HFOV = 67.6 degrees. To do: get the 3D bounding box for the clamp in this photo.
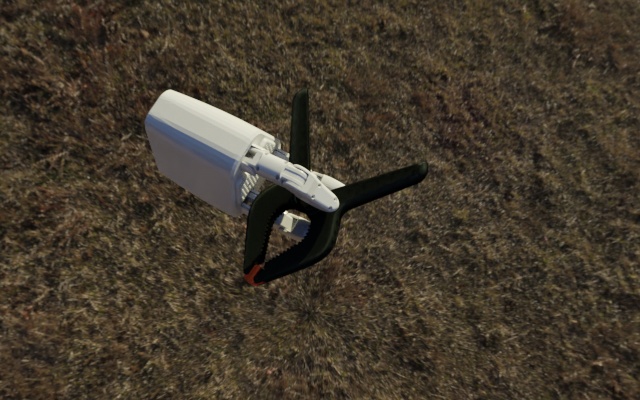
[{"bbox_3d":[0.000,0.002,0.484,0.164,0.210,0.036,27,-12,12],"label":"clamp"}]
